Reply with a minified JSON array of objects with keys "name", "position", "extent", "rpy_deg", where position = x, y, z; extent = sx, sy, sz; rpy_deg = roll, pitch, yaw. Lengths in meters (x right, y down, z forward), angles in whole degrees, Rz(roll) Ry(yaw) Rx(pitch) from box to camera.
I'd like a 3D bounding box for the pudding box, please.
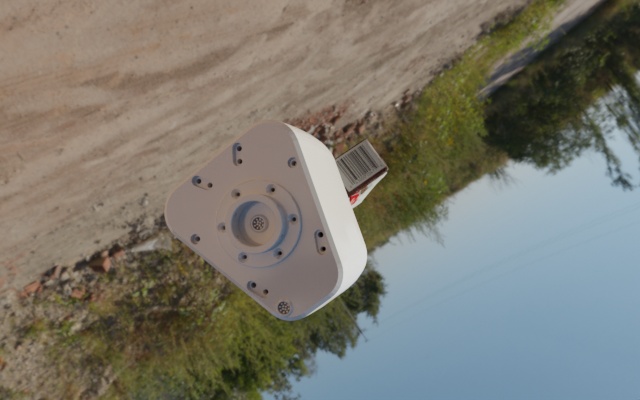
[{"name":"pudding box","position":[0.000,0.002,0.441],"extent":[0.113,0.039,0.090],"rpy_deg":[-33,-9,-20]}]
